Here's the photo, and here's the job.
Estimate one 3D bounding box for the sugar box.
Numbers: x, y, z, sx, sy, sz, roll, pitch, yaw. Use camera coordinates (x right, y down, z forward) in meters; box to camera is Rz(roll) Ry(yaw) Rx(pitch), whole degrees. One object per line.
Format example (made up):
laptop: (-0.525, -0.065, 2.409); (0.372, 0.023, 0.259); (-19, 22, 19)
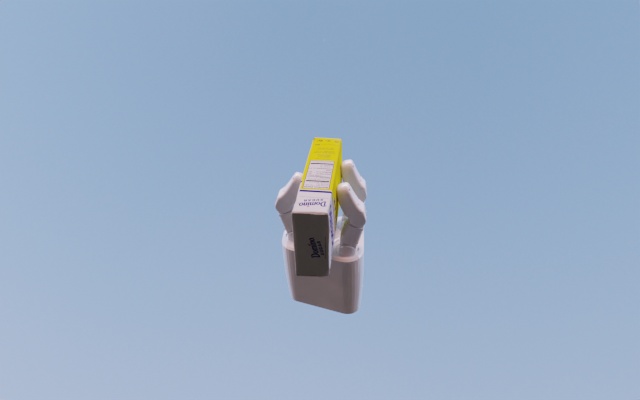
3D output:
sugar box: (0.001, 0.002, 0.590); (0.048, 0.093, 0.176); (1, 35, 4)
